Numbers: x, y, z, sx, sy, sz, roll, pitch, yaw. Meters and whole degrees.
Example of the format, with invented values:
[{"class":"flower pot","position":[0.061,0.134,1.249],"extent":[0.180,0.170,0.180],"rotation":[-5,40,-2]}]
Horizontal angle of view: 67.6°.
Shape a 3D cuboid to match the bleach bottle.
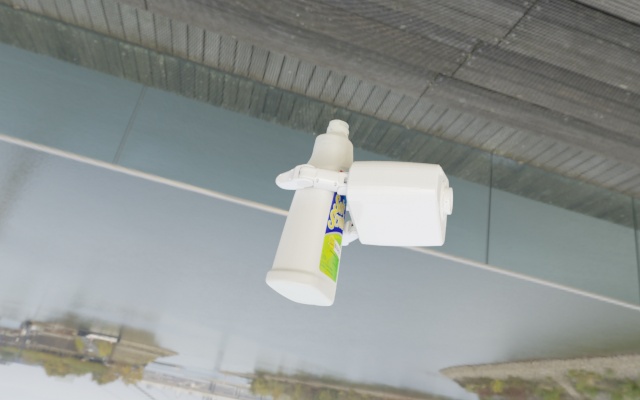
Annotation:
[{"class":"bleach bottle","position":[0.000,0.002,0.623],"extent":[0.068,0.250,0.103],"rotation":[2,-25,22]}]
